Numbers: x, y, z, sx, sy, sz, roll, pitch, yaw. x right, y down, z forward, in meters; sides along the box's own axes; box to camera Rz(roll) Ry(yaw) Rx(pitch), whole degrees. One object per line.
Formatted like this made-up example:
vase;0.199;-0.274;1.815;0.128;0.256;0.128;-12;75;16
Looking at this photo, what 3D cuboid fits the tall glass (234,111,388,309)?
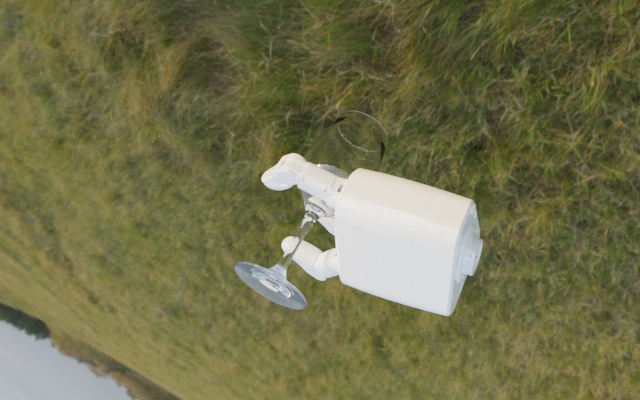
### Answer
tall glass;0.000;0.002;0.472;0.079;0.201;0.079;23;-28;13
